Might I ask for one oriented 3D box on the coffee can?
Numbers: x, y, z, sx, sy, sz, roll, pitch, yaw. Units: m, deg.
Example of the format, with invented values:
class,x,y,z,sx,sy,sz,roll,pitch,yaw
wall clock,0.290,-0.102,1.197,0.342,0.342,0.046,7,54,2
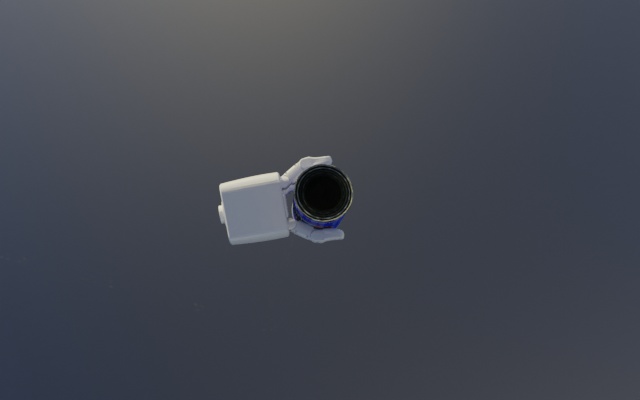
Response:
class,x,y,z,sx,sy,sz,roll,pitch,yaw
coffee can,0.000,0.003,0.874,0.103,0.102,0.140,0,-14,-5
